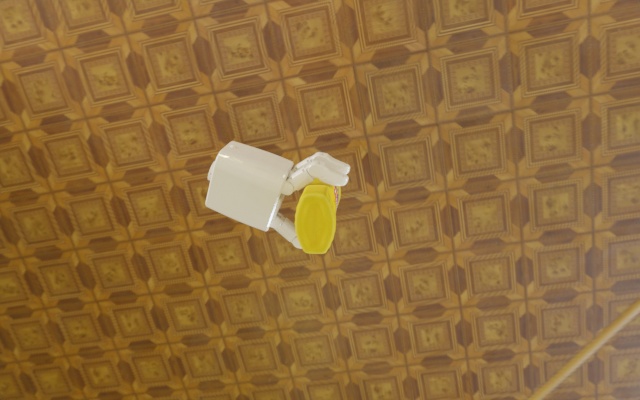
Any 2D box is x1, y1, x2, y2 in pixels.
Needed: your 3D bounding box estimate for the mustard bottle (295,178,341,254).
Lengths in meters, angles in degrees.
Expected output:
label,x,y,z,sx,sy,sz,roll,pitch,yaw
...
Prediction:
label,x,y,z,sx,sy,sz,roll,pitch,yaw
mustard bottle,0.000,0.003,0.755,0.058,0.096,0.191,0,20,5
